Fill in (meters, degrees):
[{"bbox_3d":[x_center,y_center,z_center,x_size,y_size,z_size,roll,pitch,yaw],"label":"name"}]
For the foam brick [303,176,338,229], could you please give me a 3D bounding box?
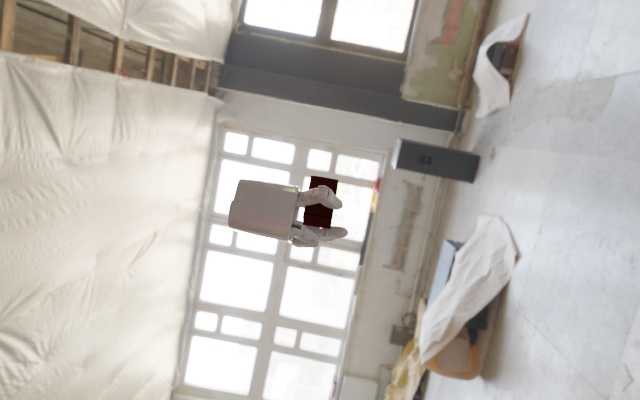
[{"bbox_3d":[0.000,0.003,0.848,0.051,0.078,0.053,10,-25,2],"label":"foam brick"}]
